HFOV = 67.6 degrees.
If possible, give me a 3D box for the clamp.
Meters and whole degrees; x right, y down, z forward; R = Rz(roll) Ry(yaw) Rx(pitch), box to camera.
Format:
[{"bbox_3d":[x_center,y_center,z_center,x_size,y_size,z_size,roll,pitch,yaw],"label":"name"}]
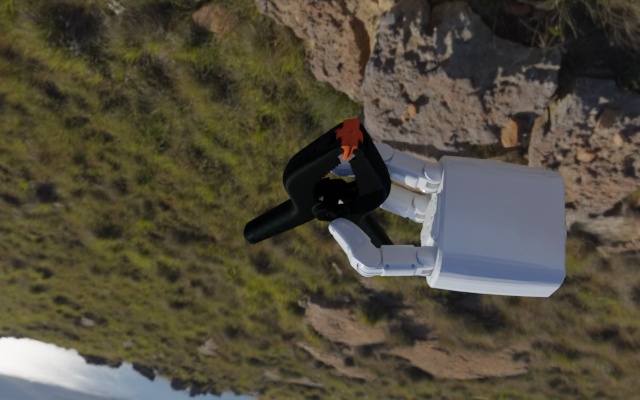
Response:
[{"bbox_3d":[0.000,0.002,0.446,0.164,0.036,0.210,4,-31,2],"label":"clamp"}]
